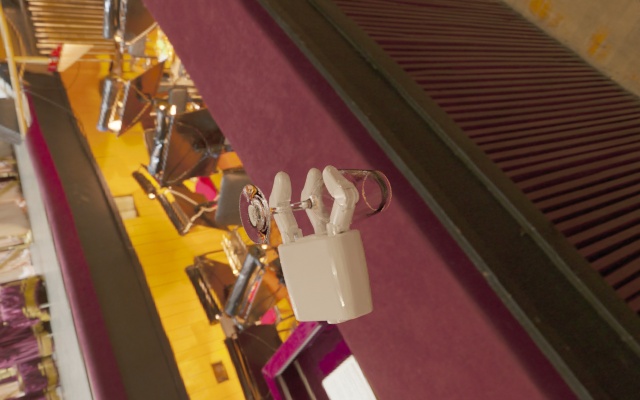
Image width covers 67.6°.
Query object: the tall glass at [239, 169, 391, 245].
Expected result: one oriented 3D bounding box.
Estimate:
[{"bbox_3d":[0.000,0.002,0.630,0.201,0.079,0.079,-11,6,-34],"label":"tall glass"}]
